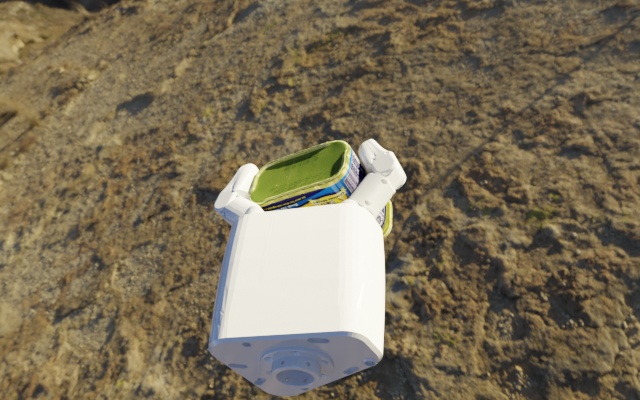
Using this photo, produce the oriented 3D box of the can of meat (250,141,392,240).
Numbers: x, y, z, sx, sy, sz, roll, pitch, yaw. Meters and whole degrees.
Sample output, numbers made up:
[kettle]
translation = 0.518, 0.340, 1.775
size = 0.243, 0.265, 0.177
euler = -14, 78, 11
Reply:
[can of meat]
translation = 0.000, 0.001, 0.424
size = 0.102, 0.057, 0.084
euler = -17, -48, 26
